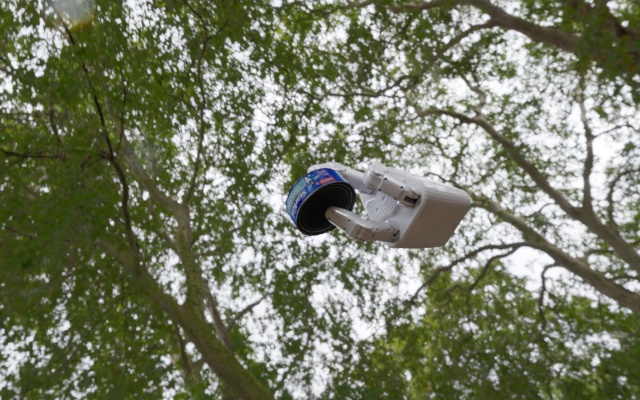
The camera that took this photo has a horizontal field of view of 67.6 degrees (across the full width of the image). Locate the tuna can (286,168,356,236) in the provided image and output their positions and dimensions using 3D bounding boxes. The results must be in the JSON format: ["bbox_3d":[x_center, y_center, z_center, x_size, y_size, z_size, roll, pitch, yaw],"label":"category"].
[{"bbox_3d":[0.000,0.002,0.597,0.086,0.086,0.033,0,37,-39],"label":"tuna can"}]
